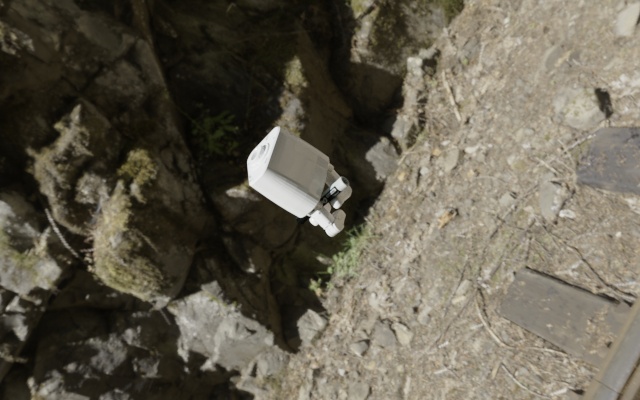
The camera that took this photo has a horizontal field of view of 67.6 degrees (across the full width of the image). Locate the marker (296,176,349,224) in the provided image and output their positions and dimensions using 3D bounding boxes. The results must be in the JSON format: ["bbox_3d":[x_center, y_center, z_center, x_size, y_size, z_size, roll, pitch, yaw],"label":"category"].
[{"bbox_3d":[0.000,0.003,0.789,0.121,0.020,0.020,-41,-24,31],"label":"marker"}]
